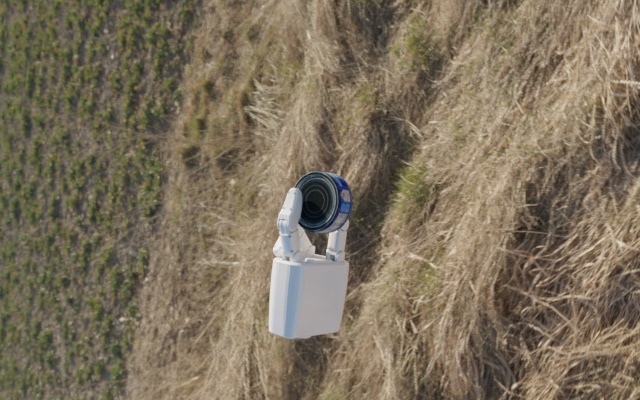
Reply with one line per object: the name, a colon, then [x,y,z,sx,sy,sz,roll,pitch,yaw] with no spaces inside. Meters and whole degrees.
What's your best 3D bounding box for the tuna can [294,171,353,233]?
tuna can: [0.000,0.002,0.664,0.086,0.086,0.034,0,-5,36]
